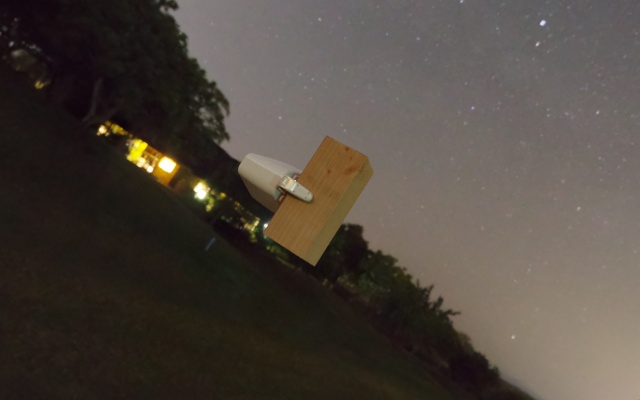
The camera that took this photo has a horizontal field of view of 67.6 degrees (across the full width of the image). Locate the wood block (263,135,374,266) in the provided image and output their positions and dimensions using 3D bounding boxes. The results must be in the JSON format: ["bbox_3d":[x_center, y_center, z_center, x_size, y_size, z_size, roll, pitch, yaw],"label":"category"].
[{"bbox_3d":[0.000,0.002,0.855,0.090,0.206,0.091,30,-6,20],"label":"wood block"}]
